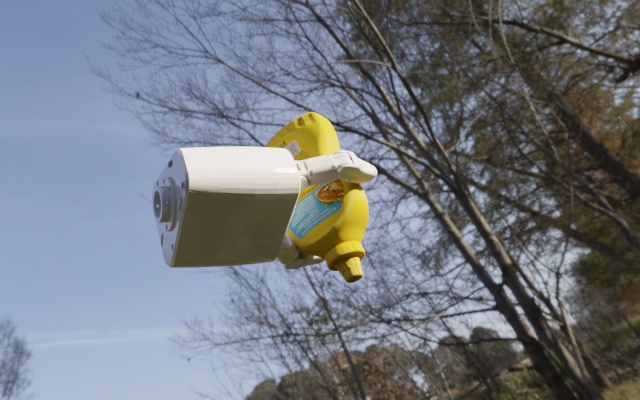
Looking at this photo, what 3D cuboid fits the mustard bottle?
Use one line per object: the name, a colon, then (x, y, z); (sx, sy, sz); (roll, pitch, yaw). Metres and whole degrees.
mustard bottle: (0.000, 0.002, 0.520); (0.096, 0.191, 0.058); (-38, -32, 23)
